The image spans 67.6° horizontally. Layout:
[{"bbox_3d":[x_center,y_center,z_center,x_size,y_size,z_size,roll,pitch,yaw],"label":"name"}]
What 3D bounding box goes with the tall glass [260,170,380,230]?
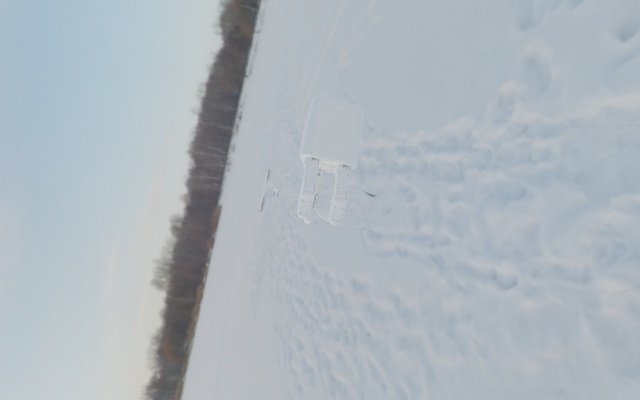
[{"bbox_3d":[-0.001,0.003,0.834,0.201,0.079,0.079,12,-3,-11],"label":"tall glass"}]
